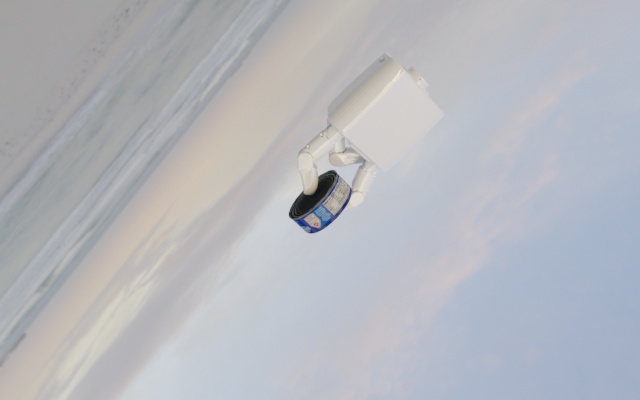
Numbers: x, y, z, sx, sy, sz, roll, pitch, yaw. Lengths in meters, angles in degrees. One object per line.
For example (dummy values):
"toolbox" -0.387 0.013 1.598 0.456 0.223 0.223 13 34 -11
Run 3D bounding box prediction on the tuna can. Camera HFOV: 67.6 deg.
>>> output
"tuna can" 0.000 0.002 0.627 0.034 0.086 0.086 44 -17 -19
